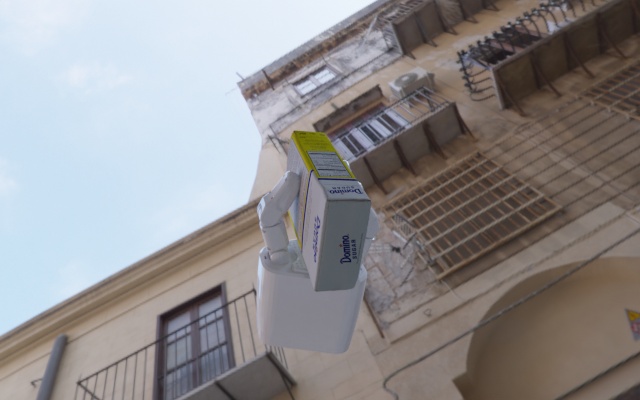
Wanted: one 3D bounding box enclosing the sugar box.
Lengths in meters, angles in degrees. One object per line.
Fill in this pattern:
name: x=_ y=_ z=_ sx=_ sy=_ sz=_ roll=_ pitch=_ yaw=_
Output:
sugar box: x=0.001 y=0.002 z=0.478 sx=0.048 sy=0.093 sz=0.176 roll=-1 pitch=27 yaw=-16
